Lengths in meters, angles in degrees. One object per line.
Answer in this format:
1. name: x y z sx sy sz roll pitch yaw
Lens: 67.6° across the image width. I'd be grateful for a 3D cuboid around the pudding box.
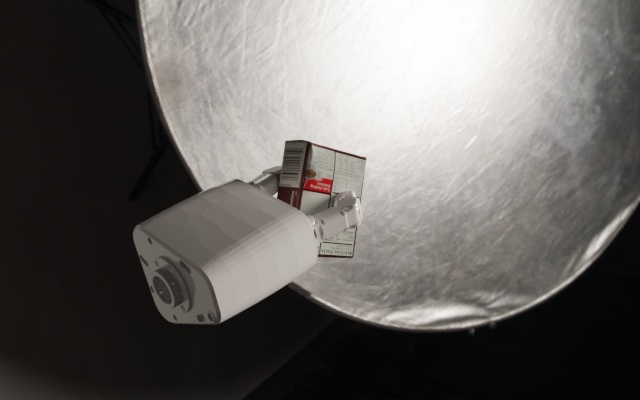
1. pudding box: 0.000 0.002 0.491 0.090 0.113 0.039 10 -1 -45
